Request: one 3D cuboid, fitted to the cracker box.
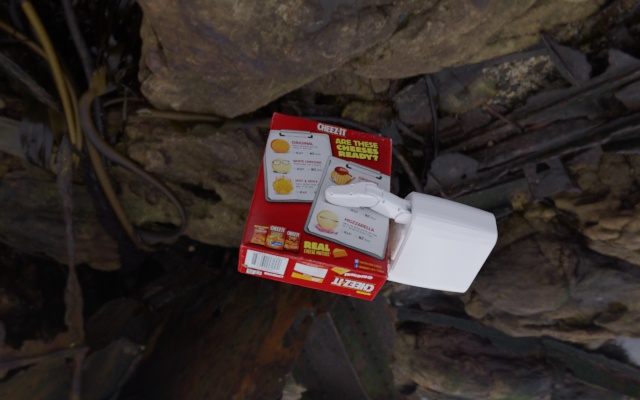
[{"bbox_3d":[0.000,0.002,0.593,0.164,0.213,0.072,12,-39,-6],"label":"cracker box"}]
